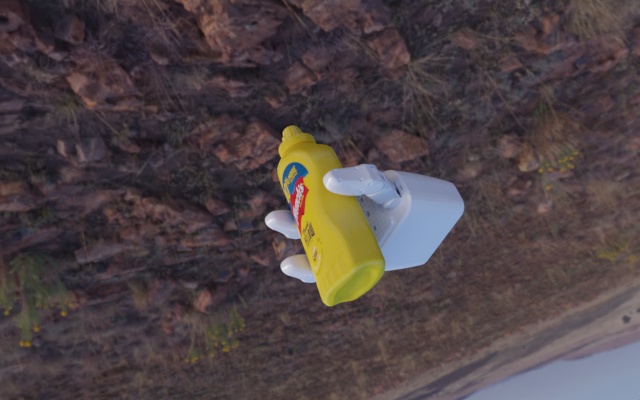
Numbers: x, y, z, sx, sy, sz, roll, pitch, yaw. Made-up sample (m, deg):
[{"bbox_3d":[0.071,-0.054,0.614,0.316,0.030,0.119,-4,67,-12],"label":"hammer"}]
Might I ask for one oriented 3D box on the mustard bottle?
[{"bbox_3d":[0.000,0.002,0.483,0.058,0.191,0.096,-11,-28,-20],"label":"mustard bottle"}]
